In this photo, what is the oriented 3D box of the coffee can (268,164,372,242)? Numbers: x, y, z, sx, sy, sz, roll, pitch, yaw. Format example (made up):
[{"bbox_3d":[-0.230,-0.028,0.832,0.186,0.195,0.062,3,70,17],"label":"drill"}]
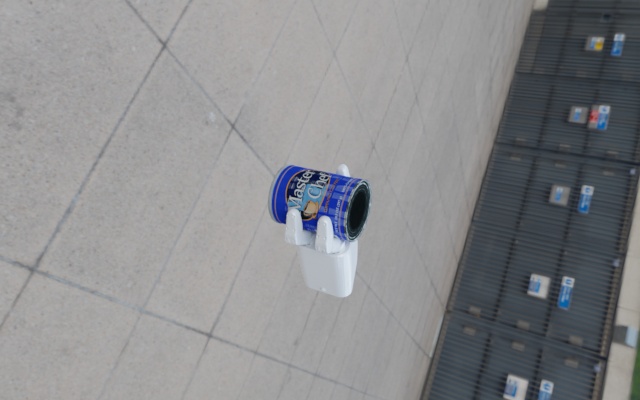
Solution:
[{"bbox_3d":[0.000,0.002,0.784,0.140,0.103,0.103,13,5,25],"label":"coffee can"}]
